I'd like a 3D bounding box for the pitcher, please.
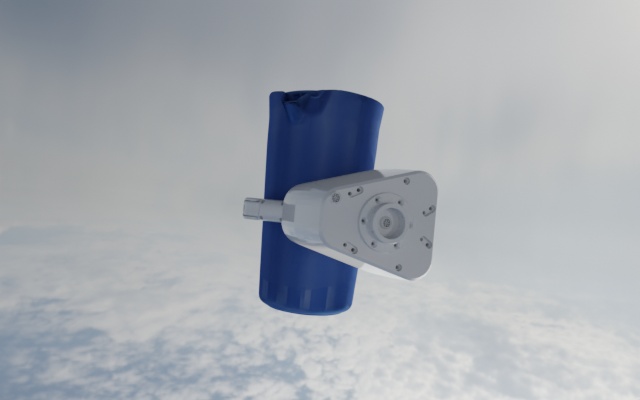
[{"bbox_3d":[0.000,0.002,0.558,0.149,0.243,0.145,7,-1,-20],"label":"pitcher"}]
